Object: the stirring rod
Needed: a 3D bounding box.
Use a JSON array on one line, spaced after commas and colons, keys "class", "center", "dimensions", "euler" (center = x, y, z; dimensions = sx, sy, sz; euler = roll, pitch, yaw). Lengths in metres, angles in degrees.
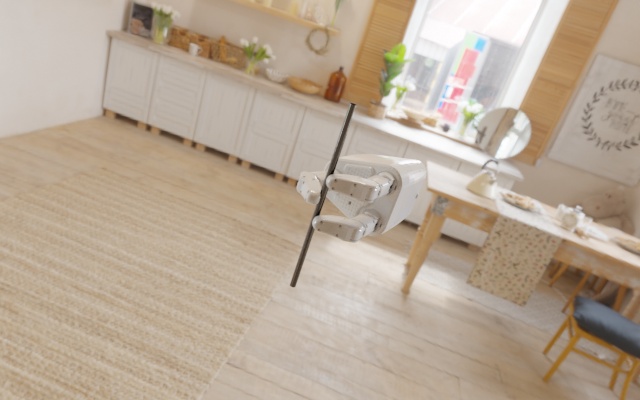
[{"class": "stirring rod", "center": [0.000, 0.002, 0.560], "dimensions": [0.011, 0.240, 0.011], "euler": [16, 22, -7]}]
